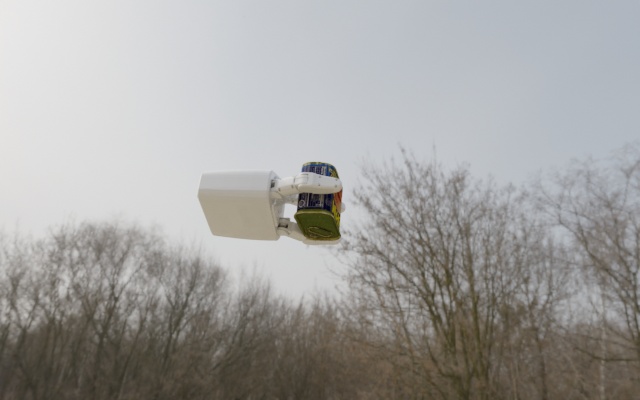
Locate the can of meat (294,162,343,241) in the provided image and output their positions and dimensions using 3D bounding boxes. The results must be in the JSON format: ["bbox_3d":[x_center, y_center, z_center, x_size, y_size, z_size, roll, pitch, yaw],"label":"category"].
[{"bbox_3d":[0.000,0.002,0.707,0.057,0.084,0.102,-1,-26,12],"label":"can of meat"}]
